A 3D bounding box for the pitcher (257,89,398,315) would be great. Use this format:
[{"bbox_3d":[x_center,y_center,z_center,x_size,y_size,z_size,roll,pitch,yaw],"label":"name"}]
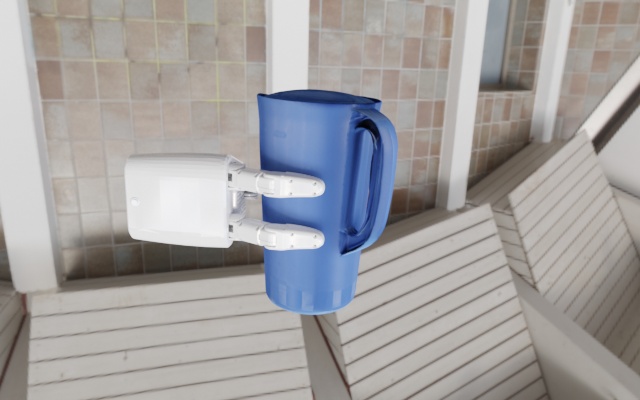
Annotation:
[{"bbox_3d":[0.000,0.002,0.532,0.145,0.243,0.149,3,16,1],"label":"pitcher"}]
